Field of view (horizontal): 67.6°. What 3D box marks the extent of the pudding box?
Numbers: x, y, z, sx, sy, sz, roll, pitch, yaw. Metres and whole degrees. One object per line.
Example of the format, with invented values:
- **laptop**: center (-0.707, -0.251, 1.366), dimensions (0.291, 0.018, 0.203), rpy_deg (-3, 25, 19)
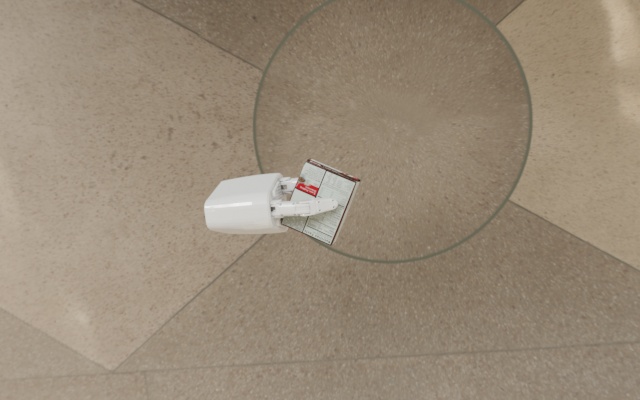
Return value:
- **pudding box**: center (0.000, 0.002, 0.745), dimensions (0.090, 0.113, 0.039), rpy_deg (23, 13, 8)
